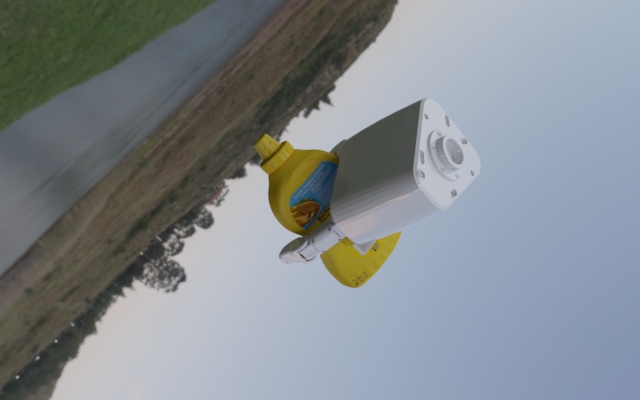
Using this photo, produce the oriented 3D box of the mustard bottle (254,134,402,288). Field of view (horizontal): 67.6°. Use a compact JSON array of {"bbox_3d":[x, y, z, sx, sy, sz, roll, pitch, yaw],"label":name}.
[{"bbox_3d":[0.000,0.002,0.526,0.192,0.096,0.058,46,-17,-17],"label":"mustard bottle"}]
